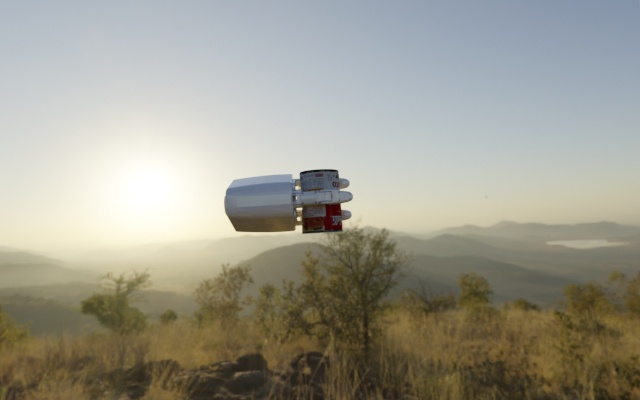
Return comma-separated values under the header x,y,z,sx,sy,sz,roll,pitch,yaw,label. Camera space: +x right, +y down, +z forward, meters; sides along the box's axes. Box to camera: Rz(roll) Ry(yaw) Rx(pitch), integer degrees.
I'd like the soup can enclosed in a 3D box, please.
x,y,z,sx,sy,sz,roll,pitch,yaw,label
0.001,0.002,0.790,0.068,0.102,0.068,-3,-3,0,soup can
